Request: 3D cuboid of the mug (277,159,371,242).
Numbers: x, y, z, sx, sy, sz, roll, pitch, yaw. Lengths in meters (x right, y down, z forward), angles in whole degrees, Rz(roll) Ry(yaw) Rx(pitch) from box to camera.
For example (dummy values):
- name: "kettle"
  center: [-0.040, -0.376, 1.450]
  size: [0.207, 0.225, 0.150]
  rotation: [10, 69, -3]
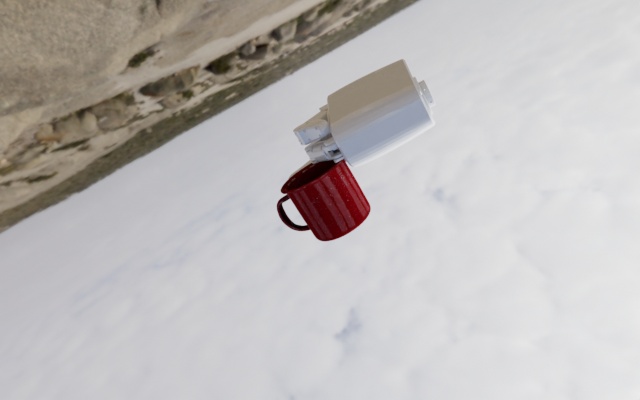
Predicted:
- name: "mug"
  center: [-0.001, 0.003, 0.600]
  size: [0.117, 0.081, 0.093]
  rotation: [-26, 17, 18]
